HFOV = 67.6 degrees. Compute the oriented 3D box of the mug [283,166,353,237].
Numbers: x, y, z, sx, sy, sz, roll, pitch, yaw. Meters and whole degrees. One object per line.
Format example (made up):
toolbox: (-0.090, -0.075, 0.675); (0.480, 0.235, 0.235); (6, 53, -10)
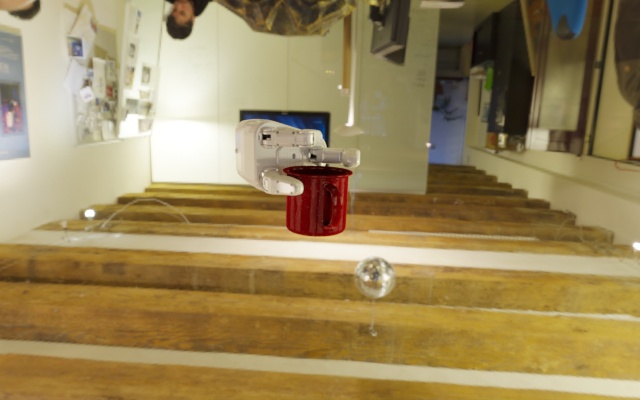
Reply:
mug: (0.001, 0.003, 0.626); (0.093, 0.081, 0.117); (-3, 13, -25)
